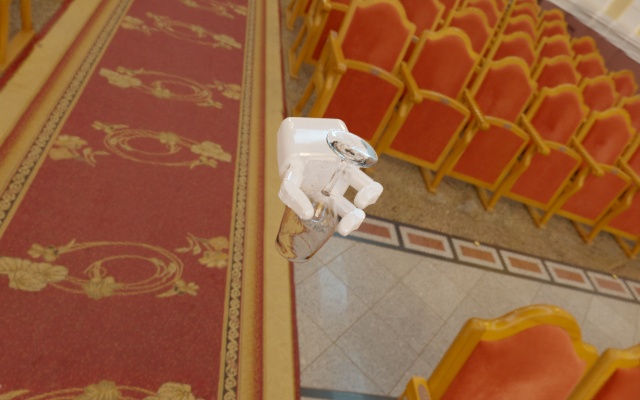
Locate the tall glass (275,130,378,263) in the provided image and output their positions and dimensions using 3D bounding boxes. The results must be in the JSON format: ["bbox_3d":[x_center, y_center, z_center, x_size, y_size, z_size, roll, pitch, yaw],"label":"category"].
[{"bbox_3d":[0.000,0.002,0.674,0.079,0.201,0.079,19,36,-15],"label":"tall glass"}]
